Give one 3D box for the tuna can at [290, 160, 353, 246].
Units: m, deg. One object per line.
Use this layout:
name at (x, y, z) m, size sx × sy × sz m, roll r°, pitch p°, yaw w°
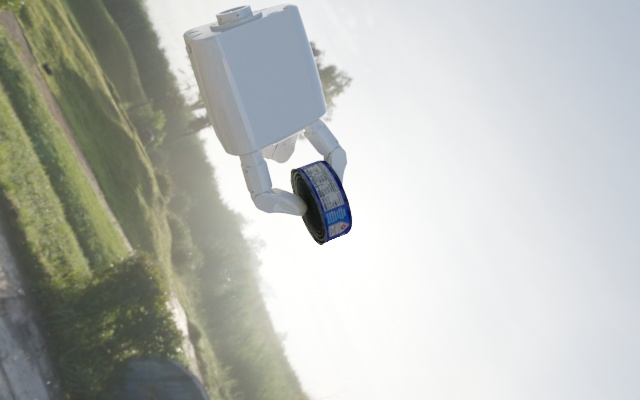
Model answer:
tuna can at (0.001, 0.001, 0.500) m, size 0.034 × 0.086 × 0.086 m, roll -21°, pitch 6°, yaw -15°
